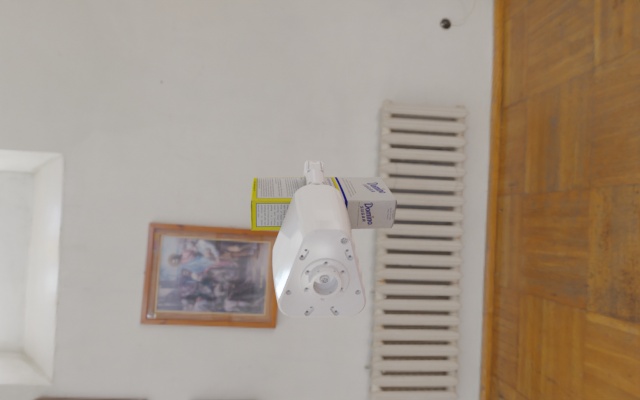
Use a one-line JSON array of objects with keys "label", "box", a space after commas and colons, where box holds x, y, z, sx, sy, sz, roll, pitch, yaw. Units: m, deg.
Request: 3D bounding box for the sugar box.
[{"label": "sugar box", "box": [0.000, 0.003, 0.612, 0.176, 0.048, 0.093, 2, 21, -7]}]
